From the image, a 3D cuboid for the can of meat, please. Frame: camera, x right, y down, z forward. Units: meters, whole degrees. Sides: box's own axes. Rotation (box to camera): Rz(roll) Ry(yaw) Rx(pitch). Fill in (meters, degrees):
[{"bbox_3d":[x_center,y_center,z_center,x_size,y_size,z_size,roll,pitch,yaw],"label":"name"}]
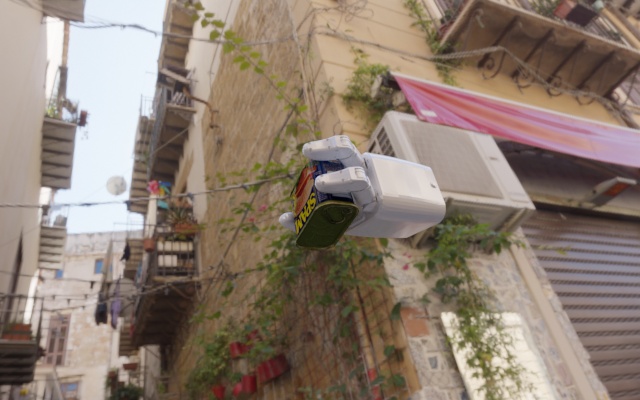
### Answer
[{"bbox_3d":[0.000,0.002,0.614,0.057,0.084,0.102,6,-39,-23],"label":"can of meat"}]
